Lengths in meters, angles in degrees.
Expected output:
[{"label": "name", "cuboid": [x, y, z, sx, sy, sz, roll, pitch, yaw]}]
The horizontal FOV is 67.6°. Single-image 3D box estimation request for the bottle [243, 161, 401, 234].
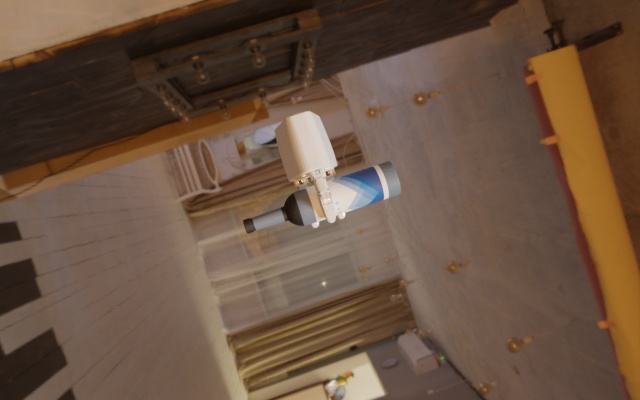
[{"label": "bottle", "cuboid": [0.000, 0.003, 0.893, 0.295, 0.069, 0.069, -18, 1, -5]}]
